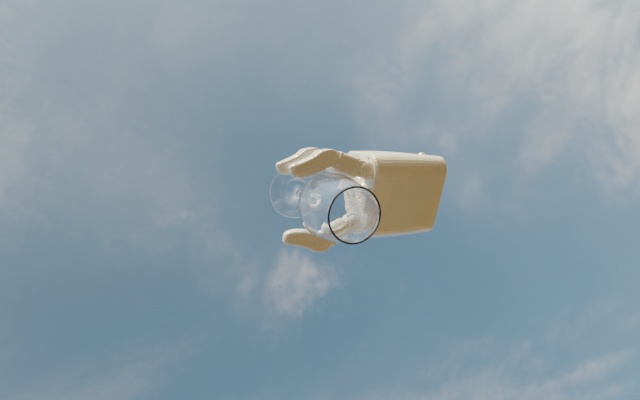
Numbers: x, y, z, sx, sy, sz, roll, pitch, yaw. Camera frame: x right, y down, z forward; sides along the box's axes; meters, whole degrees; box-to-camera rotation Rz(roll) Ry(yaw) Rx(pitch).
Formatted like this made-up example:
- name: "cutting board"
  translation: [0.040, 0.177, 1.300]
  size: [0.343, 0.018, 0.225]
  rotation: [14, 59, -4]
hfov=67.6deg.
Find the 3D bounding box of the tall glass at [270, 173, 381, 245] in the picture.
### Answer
- name: "tall glass"
  translation: [0.000, 0.002, 0.587]
  size: [0.079, 0.079, 0.201]
  rotation: [0, 8, -21]
